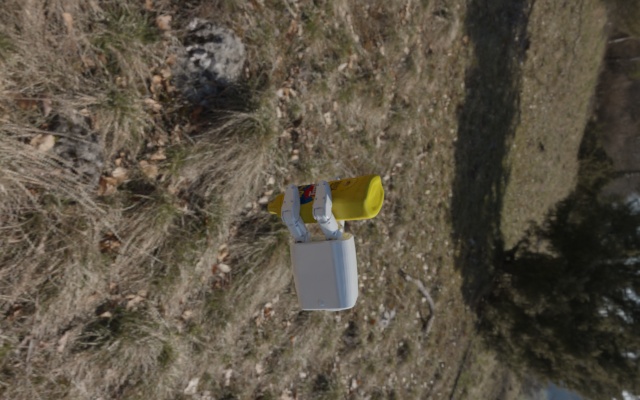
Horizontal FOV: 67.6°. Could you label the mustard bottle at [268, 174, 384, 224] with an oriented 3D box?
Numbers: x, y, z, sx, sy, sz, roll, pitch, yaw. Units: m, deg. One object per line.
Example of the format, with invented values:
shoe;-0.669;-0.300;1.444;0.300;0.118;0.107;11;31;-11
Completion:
mustard bottle;0.000;0.002;0.771;0.191;0.058;0.096;-7;25;26
